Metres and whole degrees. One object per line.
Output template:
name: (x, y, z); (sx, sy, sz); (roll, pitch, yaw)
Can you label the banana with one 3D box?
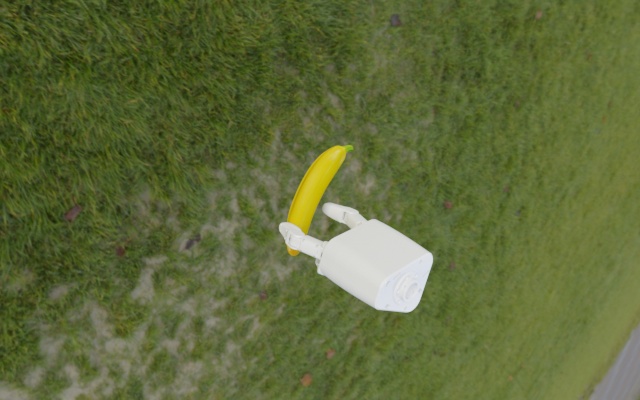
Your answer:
banana: (-0.009, -0.007, 0.728); (0.037, 0.198, 0.070); (29, -1, 41)
